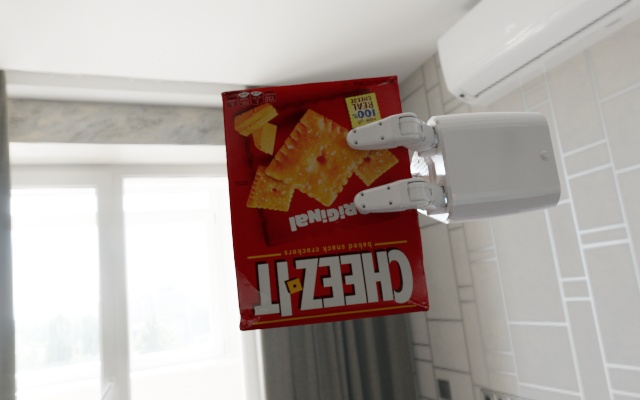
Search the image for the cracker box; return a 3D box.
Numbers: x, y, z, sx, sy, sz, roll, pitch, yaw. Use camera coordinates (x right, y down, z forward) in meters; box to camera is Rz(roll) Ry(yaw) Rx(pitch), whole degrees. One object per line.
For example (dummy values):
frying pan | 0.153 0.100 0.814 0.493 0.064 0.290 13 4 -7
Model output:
cracker box | 0.000 0.001 0.438 0.164 0.213 0.072 -5 -10 -4
